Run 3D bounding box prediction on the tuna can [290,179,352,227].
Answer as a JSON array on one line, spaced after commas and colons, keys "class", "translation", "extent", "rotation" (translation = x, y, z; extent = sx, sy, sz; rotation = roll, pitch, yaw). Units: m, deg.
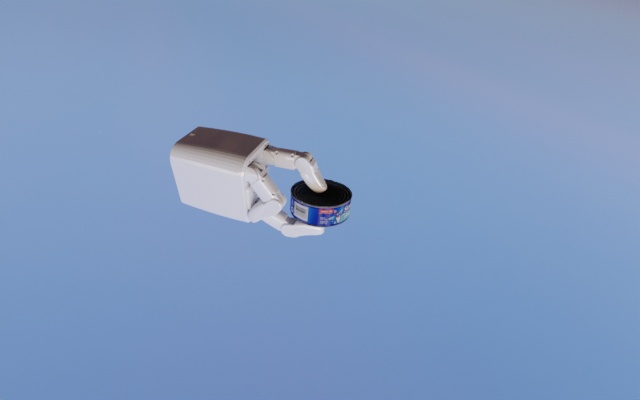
[{"class": "tuna can", "translation": [0.000, 0.003, 0.666], "extent": [0.086, 0.034, 0.086], "rotation": [4, 28, -2]}]
